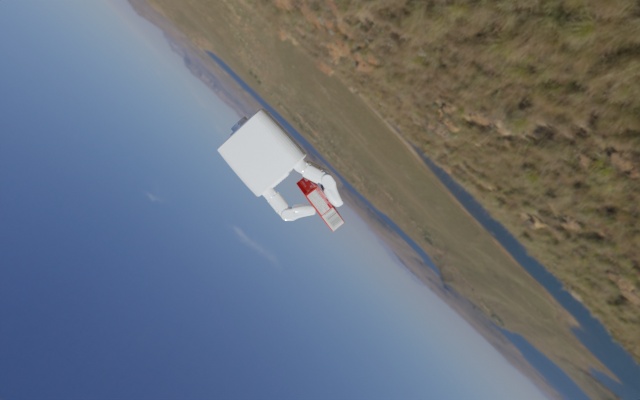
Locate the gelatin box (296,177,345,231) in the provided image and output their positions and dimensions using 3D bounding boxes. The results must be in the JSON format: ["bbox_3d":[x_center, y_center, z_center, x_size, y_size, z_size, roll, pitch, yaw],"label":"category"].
[{"bbox_3d":[0.000,0.003,0.837,0.030,0.089,0.073,-37,23,0],"label":"gelatin box"}]
